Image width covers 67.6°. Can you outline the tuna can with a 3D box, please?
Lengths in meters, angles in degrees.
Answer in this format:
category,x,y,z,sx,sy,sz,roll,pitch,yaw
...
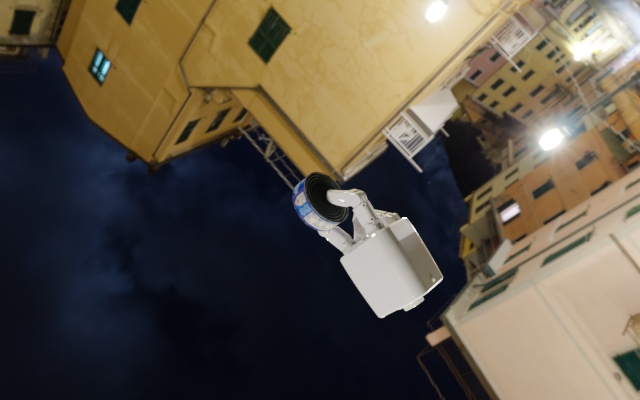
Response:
category,x,y,z,sx,sy,sz,roll,pitch,yaw
tuna can,0.000,0.003,0.713,0.086,0.086,0.034,0,-29,-47
